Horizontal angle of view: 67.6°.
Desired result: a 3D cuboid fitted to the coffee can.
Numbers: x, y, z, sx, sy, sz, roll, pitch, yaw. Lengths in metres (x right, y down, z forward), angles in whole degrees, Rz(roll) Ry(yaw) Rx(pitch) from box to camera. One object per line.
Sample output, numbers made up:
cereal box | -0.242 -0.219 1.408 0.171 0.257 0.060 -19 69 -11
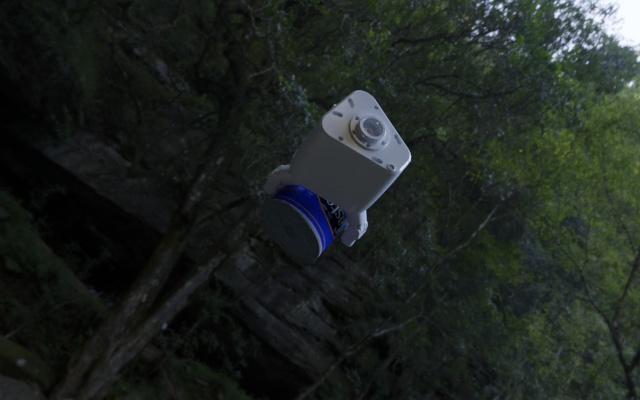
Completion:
coffee can | 0.000 0.002 0.677 0.103 0.103 0.140 0 35 48
